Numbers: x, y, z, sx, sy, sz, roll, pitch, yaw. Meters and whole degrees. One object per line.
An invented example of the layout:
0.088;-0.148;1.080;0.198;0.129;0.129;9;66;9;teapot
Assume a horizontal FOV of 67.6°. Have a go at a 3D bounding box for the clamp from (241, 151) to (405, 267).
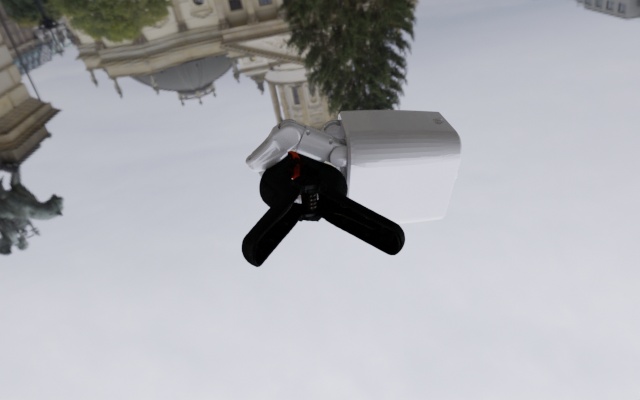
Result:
0.000;0.002;0.407;0.120;0.039;0.171;6;29;-7;clamp
